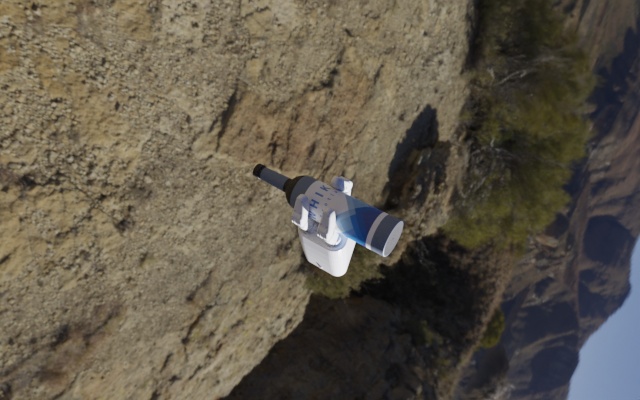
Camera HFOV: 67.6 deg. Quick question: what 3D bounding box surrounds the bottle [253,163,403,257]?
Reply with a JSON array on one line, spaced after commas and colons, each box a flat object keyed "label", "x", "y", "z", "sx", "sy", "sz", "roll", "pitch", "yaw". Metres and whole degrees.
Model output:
[{"label": "bottle", "x": 0.000, "y": 0.003, "z": 0.845, "sx": 0.295, "sy": 0.069, "sz": 0.069, "roll": 27, "pitch": 11, "yaw": 24}]
